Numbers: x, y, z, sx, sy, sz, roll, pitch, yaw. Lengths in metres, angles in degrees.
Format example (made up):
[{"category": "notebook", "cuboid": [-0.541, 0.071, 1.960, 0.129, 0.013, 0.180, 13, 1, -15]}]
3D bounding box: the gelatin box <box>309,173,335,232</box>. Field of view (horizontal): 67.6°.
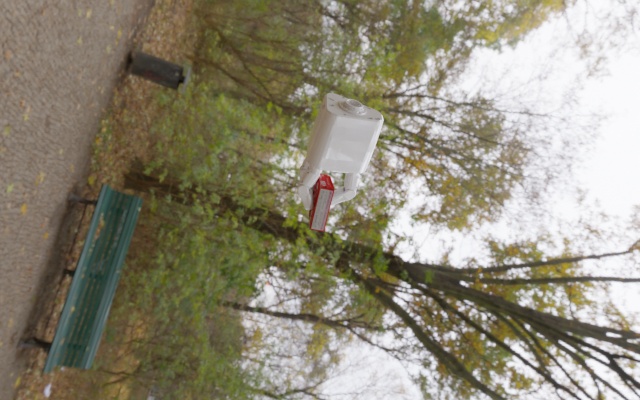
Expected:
[{"category": "gelatin box", "cuboid": [0.001, 0.003, 0.894, 0.030, 0.089, 0.073, 10, 21, -8]}]
